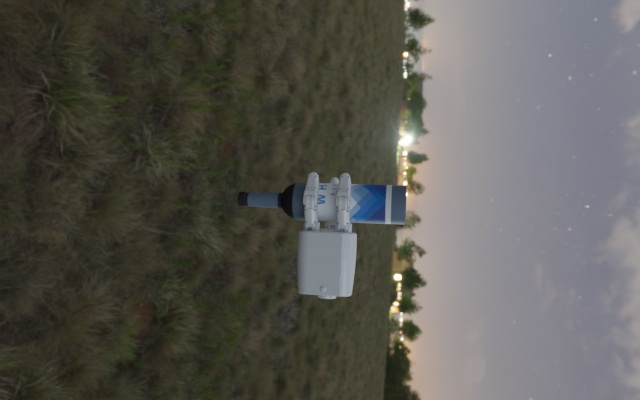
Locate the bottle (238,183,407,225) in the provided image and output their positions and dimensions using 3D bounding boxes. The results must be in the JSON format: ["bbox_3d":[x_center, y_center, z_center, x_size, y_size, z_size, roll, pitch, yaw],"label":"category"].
[{"bbox_3d":[0.000,0.003,0.835,0.296,0.069,0.069,2,0,10],"label":"bottle"}]
